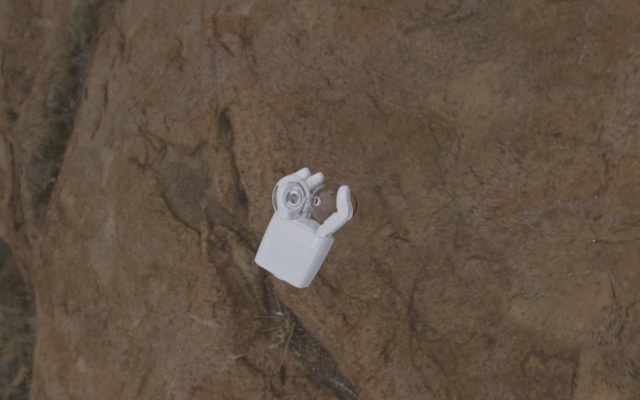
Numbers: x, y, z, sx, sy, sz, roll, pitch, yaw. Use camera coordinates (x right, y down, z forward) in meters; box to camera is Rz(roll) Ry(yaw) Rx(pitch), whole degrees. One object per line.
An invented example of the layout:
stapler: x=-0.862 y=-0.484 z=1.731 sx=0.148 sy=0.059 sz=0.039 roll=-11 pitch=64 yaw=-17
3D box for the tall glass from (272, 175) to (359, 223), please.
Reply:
tall glass: x=0.000 y=0.003 z=0.865 sx=0.079 sy=0.079 sz=0.201 roll=0 pitch=-4 yaw=30
